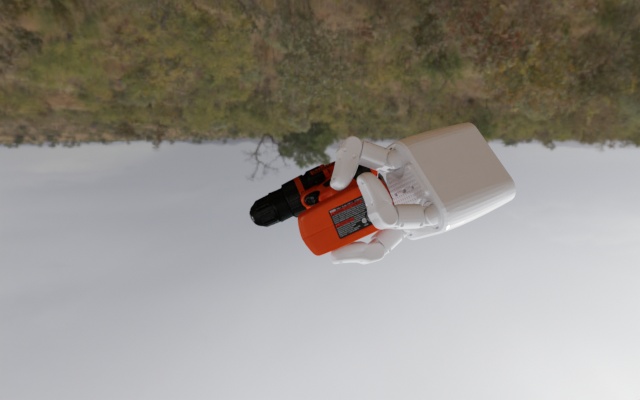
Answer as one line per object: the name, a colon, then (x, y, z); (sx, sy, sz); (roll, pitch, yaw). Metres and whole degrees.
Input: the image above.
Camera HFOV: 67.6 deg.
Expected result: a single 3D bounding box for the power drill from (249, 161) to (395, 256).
power drill: (0.000, 0.002, 0.584); (0.184, 0.057, 0.187); (-26, 18, -2)
